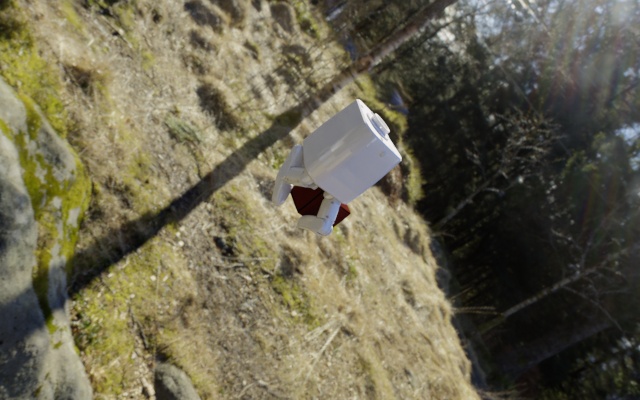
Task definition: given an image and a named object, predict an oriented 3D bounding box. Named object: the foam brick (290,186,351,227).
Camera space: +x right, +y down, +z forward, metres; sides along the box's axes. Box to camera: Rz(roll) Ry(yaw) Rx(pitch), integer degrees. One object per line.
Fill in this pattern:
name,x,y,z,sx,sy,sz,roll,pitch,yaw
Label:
foam brick,0.000,0.003,0.741,0.051,0.053,0.078,-39,-45,17
